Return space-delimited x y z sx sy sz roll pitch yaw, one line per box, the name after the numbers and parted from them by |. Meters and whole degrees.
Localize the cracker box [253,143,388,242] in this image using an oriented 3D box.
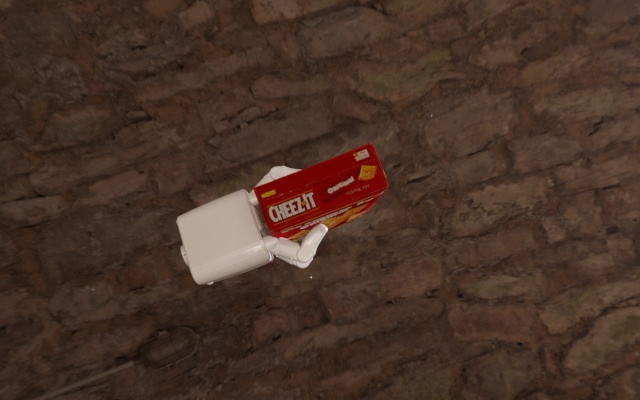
0.000 0.002 0.701 0.164 0.072 0.214 -22 -8 -4 | cracker box
